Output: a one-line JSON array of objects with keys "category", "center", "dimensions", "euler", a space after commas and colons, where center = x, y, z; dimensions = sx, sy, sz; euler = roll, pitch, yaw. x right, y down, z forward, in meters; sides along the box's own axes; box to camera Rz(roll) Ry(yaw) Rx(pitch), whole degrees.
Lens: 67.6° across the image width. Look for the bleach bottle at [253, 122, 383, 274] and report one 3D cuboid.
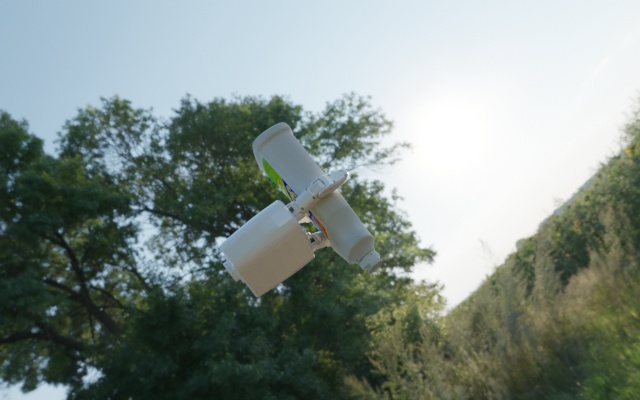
[{"category": "bleach bottle", "center": [0.000, 0.002, 0.708], "dimensions": [0.068, 0.250, 0.103], "euler": [-36, -21, -13]}]
